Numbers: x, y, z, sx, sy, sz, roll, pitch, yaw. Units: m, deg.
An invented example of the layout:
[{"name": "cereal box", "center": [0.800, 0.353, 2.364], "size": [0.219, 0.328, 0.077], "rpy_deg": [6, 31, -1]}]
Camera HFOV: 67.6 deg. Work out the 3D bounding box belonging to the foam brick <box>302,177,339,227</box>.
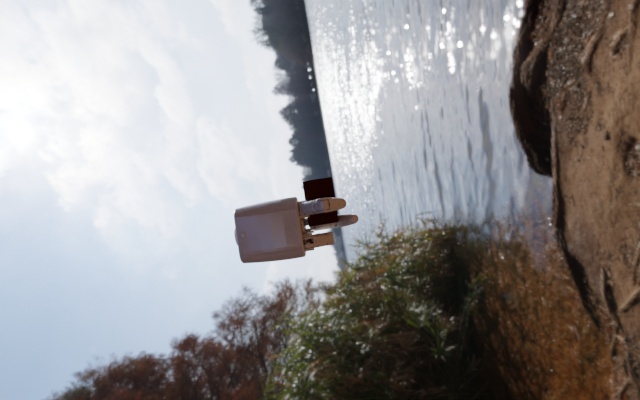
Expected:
[{"name": "foam brick", "center": [0.000, 0.002, 0.810], "size": [0.051, 0.078, 0.053], "rpy_deg": [-8, -3, 1]}]
